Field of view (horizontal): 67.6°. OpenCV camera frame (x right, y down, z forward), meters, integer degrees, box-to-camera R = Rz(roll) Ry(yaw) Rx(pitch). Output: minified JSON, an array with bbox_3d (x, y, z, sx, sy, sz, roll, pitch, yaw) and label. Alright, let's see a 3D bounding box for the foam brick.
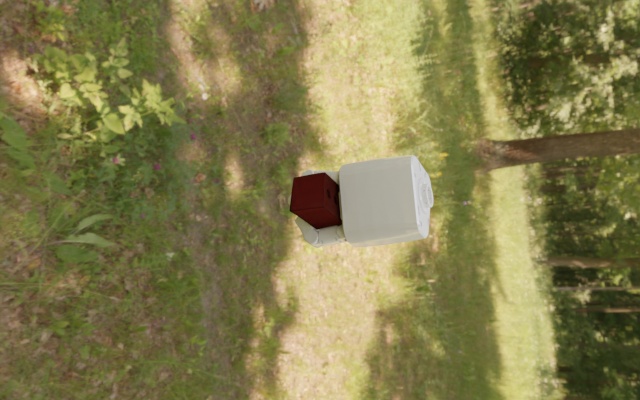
[{"bbox_3d":[0.000,0.002,0.666,0.051,0.053,0.078,-8,-25,27],"label":"foam brick"}]
